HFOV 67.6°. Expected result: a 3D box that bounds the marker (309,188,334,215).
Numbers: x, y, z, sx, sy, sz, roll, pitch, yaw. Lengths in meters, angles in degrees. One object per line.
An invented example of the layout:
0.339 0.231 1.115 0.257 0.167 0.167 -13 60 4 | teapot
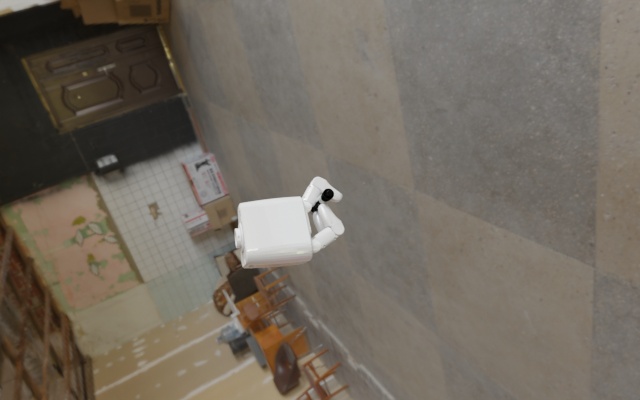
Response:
0.000 0.003 0.818 0.020 0.020 0.121 0 -14 -14 | marker
